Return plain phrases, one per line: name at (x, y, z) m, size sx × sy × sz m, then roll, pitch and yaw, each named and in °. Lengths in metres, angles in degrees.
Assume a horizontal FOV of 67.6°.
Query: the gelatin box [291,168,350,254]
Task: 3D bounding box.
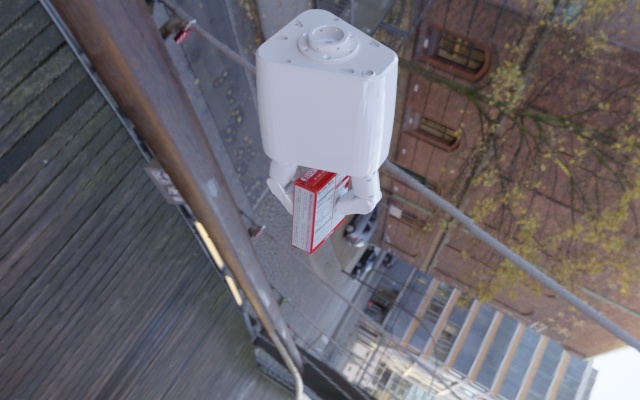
gelatin box at (0.000, 0.002, 0.514) m, size 0.030 × 0.089 × 0.073 m, roll 23°, pitch 41°, yaw 23°
